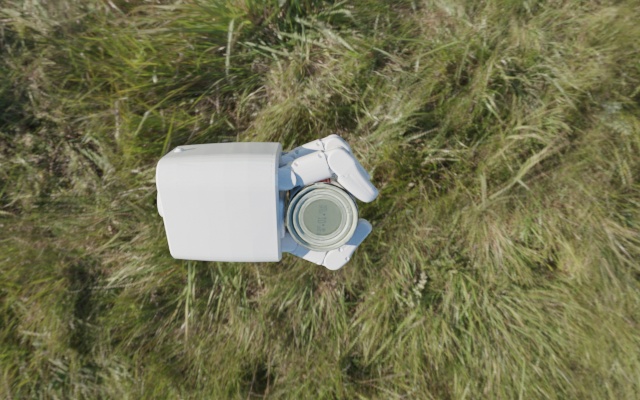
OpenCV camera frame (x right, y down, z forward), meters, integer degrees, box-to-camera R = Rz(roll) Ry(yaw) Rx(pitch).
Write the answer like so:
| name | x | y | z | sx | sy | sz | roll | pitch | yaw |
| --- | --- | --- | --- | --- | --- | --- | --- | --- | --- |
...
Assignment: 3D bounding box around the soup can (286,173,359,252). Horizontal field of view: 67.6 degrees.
| name | x | y | z | sx | sy | sz | roll | pitch | yaw |
| --- | --- | --- | --- | --- | --- | --- | --- | --- | --- |
| soup can | 0.001 | 0.002 | 0.476 | 0.068 | 0.068 | 0.102 | 0 | 17 | -2 |
